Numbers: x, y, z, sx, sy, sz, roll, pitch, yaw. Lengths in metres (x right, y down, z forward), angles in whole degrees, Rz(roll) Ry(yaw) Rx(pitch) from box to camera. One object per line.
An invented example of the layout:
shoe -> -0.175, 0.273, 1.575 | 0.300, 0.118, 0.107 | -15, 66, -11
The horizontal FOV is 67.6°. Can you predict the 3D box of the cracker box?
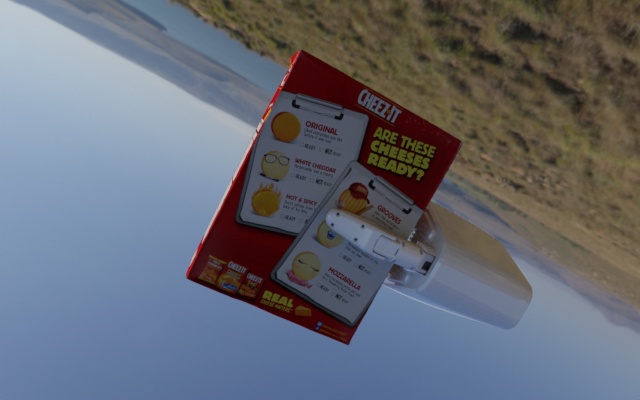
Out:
cracker box -> 0.000, 0.002, 0.438 | 0.164, 0.214, 0.072 | 26, 6, -15
